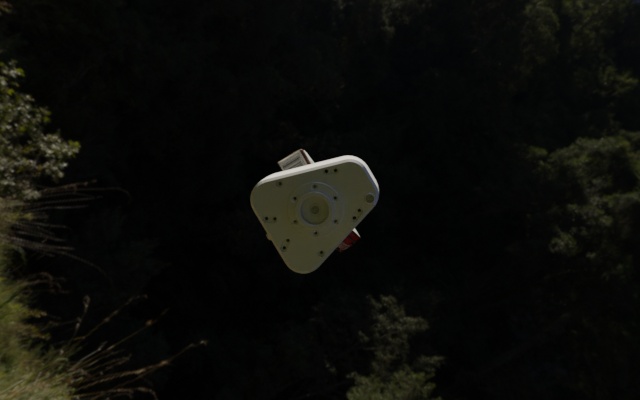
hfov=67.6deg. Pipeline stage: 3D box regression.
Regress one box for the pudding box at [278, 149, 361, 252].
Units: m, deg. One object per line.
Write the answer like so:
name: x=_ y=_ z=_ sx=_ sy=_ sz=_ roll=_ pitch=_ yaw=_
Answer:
pudding box: x=0.000 y=0.002 z=0.592 sx=0.039 sy=0.113 sz=0.090 roll=-31 pitch=-26 yaw=6
